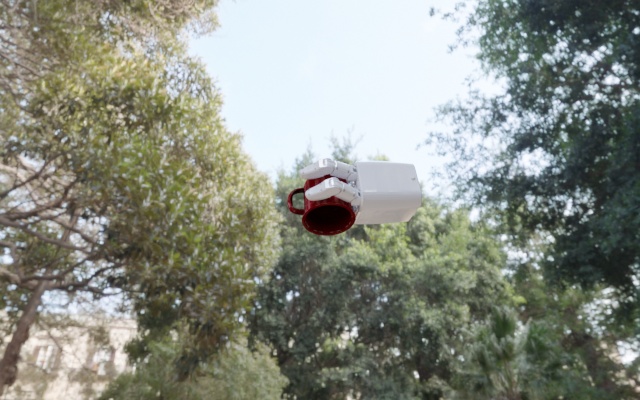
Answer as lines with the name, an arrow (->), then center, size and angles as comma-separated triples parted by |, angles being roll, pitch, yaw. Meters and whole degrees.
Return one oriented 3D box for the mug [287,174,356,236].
mug -> -0.001, 0.003, 0.841 | 0.117, 0.081, 0.093 | 1, -39, -7
